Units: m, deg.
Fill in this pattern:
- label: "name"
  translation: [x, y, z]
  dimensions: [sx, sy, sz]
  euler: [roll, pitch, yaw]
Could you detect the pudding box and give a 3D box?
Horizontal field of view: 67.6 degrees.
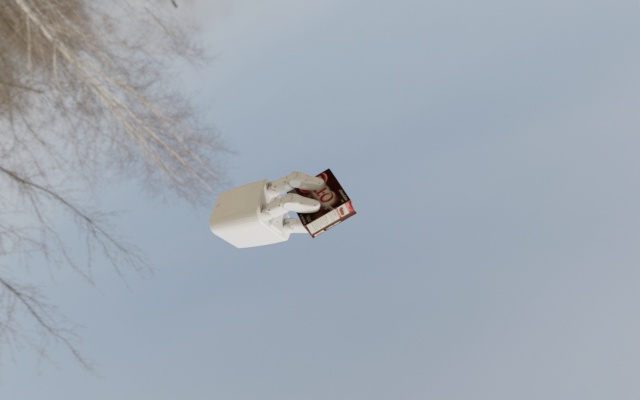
- label: "pudding box"
  translation: [0.000, 0.003, 0.825]
  dimensions: [0.090, 0.039, 0.113]
  euler: [-31, 40, 0]
